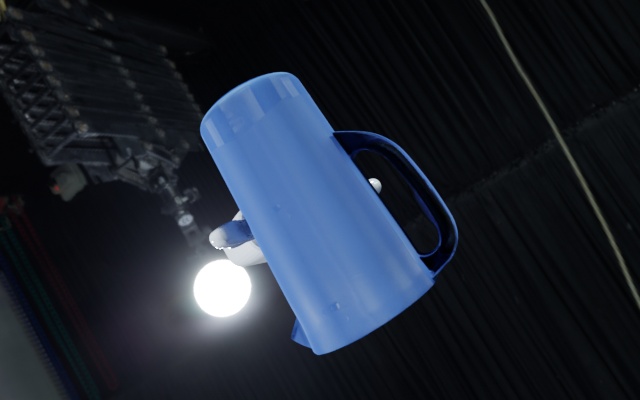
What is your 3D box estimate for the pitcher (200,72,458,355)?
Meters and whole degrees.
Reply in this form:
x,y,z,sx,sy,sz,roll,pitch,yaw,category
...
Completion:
x,y,z,sx,sy,sz,roll,pitch,yaw,category
0.000,0.002,0.447,0.149,0.243,0.145,-29,-6,-28,pitcher
